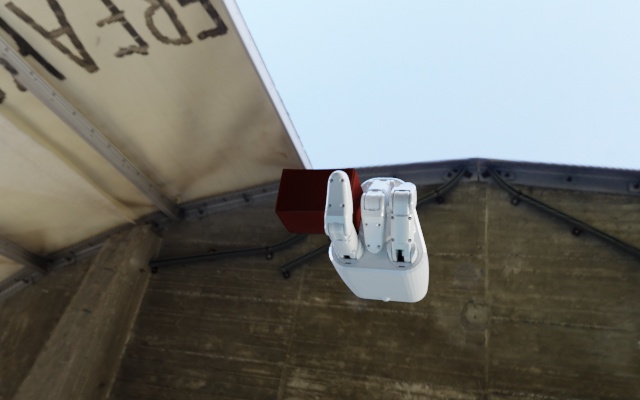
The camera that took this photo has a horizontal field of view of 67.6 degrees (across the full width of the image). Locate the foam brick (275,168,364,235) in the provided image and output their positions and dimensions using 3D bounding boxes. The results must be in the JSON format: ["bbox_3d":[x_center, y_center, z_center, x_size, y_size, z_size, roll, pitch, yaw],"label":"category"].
[{"bbox_3d":[0.000,0.001,0.492,0.078,0.053,0.051,1,-29,17],"label":"foam brick"}]
